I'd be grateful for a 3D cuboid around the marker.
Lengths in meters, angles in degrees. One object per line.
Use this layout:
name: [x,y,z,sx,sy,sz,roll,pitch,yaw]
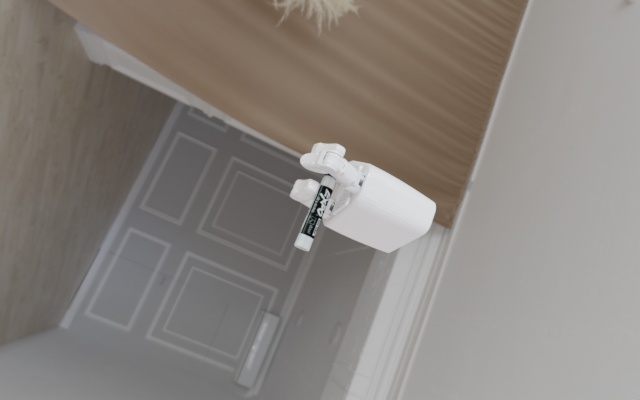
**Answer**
marker: [0.000,0.002,0.572,0.020,0.121,0.020,21,-14,6]
